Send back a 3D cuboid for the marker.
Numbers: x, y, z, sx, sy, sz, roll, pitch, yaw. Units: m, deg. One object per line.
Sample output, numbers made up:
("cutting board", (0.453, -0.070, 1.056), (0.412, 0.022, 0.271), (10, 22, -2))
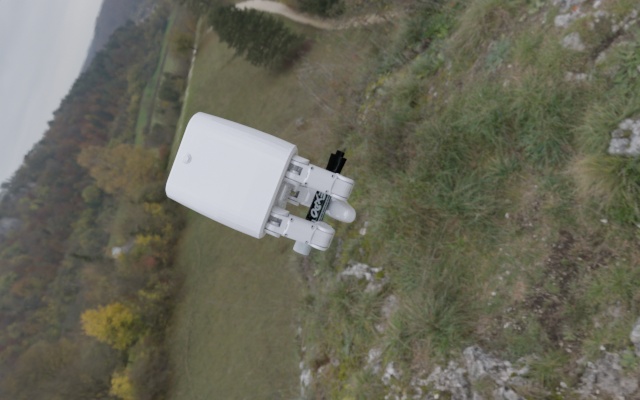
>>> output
("marker", (0.000, 0.002, 0.529), (0.020, 0.121, 0.020), (21, 5, -2))
